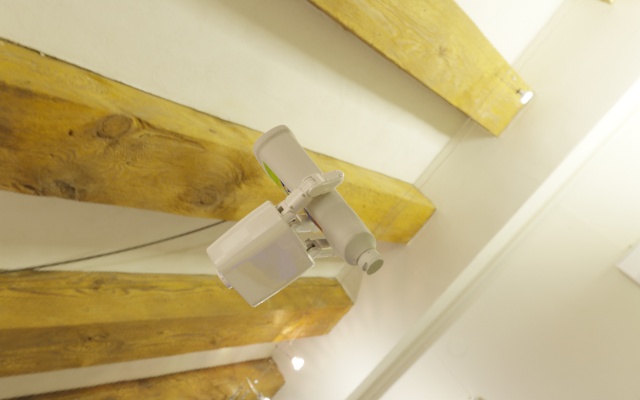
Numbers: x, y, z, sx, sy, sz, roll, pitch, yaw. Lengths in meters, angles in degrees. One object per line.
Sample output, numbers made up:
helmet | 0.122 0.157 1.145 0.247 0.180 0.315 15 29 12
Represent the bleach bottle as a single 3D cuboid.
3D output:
bleach bottle | 0.000 0.002 0.675 0.068 0.250 0.103 -37 -33 -6
